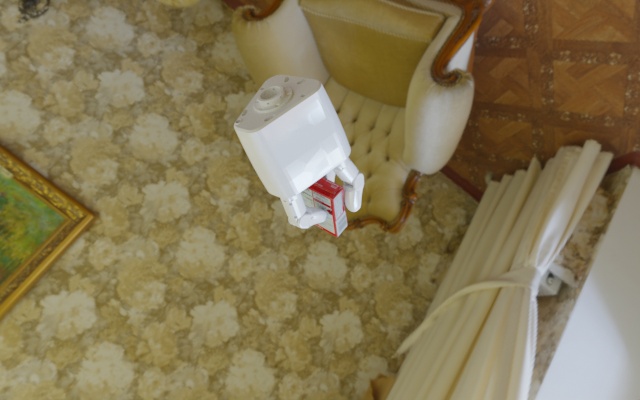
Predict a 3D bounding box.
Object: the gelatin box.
[{"bbox_3d":[0.000,0.003,0.684,0.073,0.089,0.030,28,58,28],"label":"gelatin box"}]
